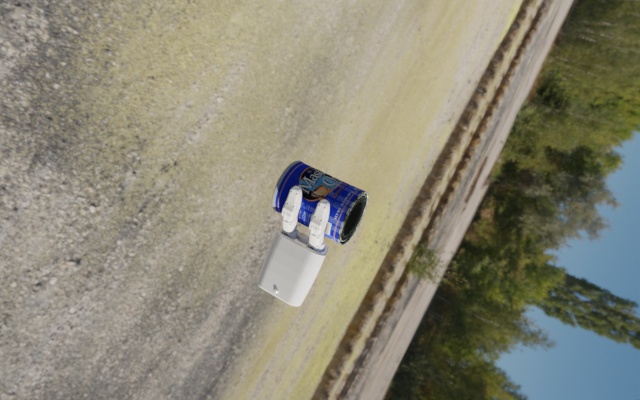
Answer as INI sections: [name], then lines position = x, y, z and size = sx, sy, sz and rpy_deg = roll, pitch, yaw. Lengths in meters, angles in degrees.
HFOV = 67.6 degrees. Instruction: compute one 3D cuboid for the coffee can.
[coffee can]
position = 0.000, 0.003, 0.847
size = 0.140, 0.103, 0.103
rpy_deg = 26, 9, 19
